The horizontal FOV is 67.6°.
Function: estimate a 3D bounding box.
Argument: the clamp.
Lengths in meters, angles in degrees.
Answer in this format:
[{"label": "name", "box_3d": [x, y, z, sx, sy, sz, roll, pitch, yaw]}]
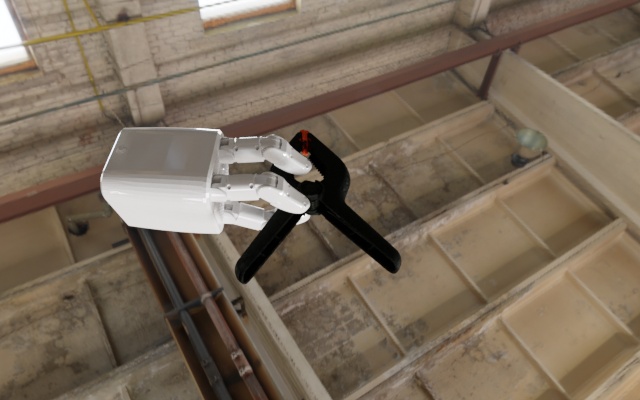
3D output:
[{"label": "clamp", "box_3d": [0.000, 0.002, 0.529, 0.164, 0.209, 0.036, 3, -41, -2]}]
